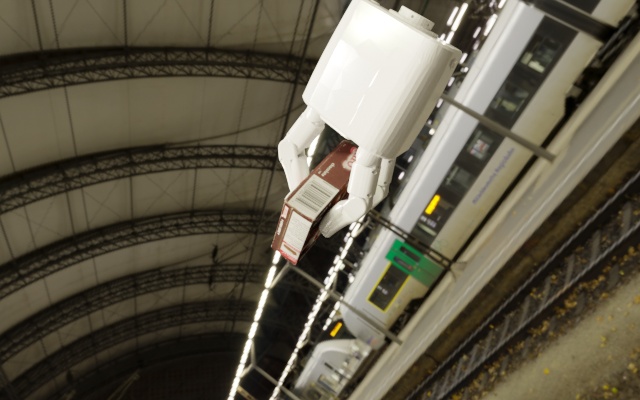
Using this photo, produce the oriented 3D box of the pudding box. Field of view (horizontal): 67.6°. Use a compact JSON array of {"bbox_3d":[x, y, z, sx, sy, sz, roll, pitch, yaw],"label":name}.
[{"bbox_3d":[0.000,0.002,0.504,0.039,0.113,0.090,36,-37,12],"label":"pudding box"}]
